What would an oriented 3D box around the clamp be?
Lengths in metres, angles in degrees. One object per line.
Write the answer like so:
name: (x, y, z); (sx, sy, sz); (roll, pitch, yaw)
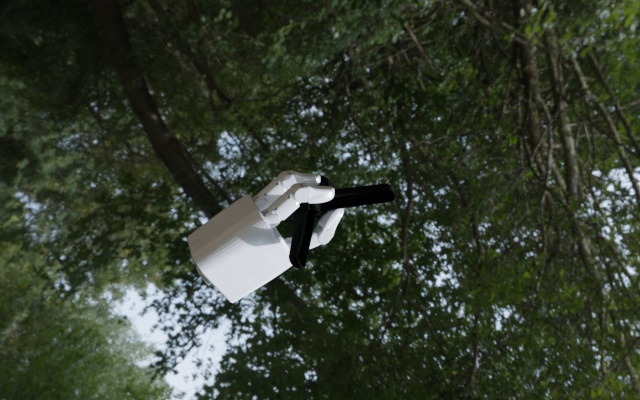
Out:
clamp: (0.000, 0.003, 0.680); (0.164, 0.036, 0.210); (-32, 29, -8)
